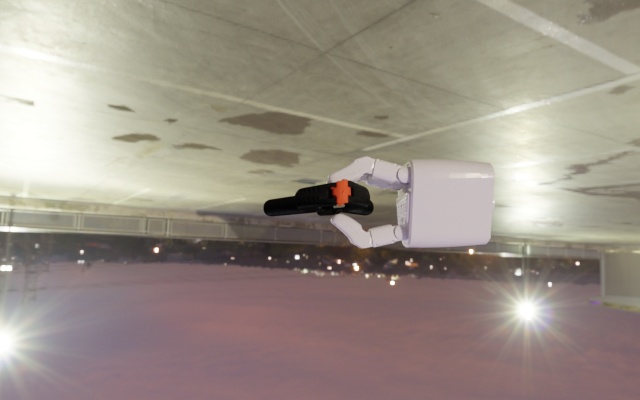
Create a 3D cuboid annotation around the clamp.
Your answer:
[{"bbox_3d":[0.000,0.003,0.628,0.164,0.036,0.210,-2,-6,-2],"label":"clamp"}]
